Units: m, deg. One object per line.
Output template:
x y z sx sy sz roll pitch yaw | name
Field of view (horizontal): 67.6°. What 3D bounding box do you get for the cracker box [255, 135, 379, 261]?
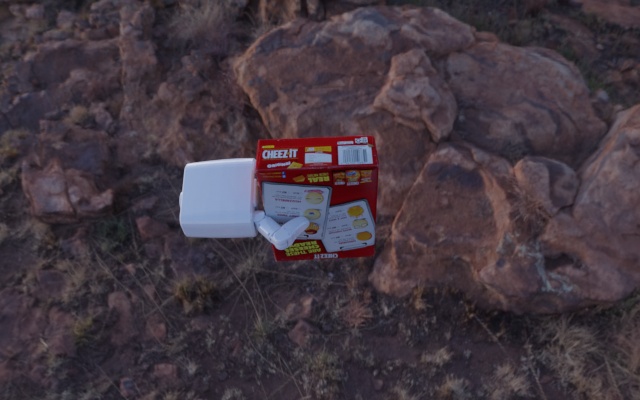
0.000 0.002 0.717 0.164 0.072 0.214 -3 -40 2 | cracker box
